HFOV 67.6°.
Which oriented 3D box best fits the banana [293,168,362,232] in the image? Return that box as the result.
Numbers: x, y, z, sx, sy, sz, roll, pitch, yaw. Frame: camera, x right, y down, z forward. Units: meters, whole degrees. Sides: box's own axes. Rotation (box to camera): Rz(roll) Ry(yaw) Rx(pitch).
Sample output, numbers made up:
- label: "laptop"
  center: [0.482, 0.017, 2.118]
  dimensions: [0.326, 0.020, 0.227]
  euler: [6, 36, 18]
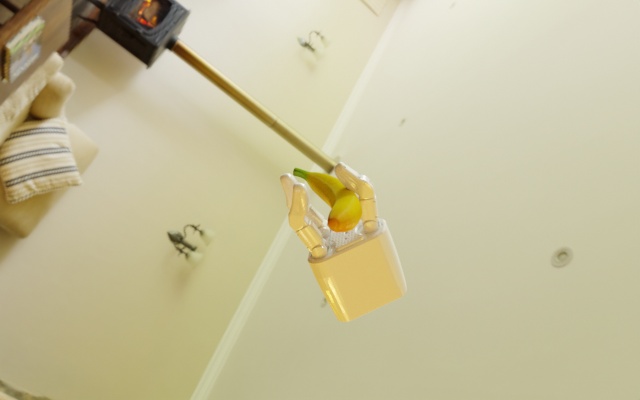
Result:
- label: "banana"
  center: [0.017, 0.001, 0.613]
  dimensions: [0.069, 0.037, 0.197]
  euler: [1, 19, -17]
